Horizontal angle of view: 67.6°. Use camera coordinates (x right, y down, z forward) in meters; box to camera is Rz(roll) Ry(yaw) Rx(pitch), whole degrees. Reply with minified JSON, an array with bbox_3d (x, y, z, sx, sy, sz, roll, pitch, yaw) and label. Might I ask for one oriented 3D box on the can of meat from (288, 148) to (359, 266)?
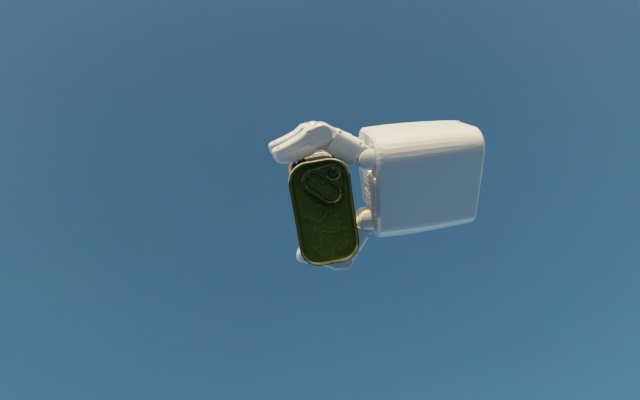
[{"bbox_3d":[0.000,0.002,0.481,0.057,0.102,0.084,-10,16,-3],"label":"can of meat"}]
